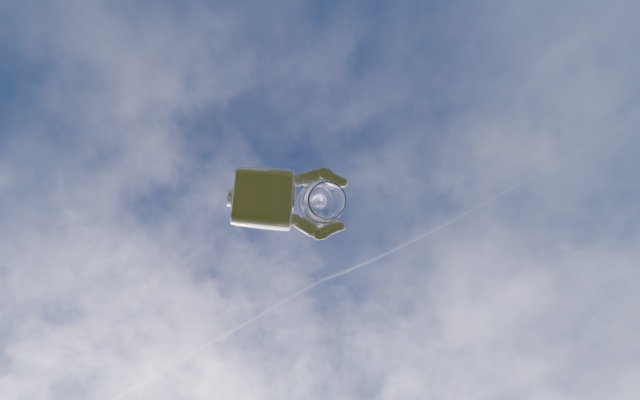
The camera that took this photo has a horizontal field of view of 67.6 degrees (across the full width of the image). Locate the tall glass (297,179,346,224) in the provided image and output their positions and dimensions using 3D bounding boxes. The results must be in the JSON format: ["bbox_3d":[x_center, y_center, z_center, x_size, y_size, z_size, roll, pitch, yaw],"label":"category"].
[{"bbox_3d":[0.000,0.003,0.860,0.079,0.079,0.201,0,-2,-7],"label":"tall glass"}]
